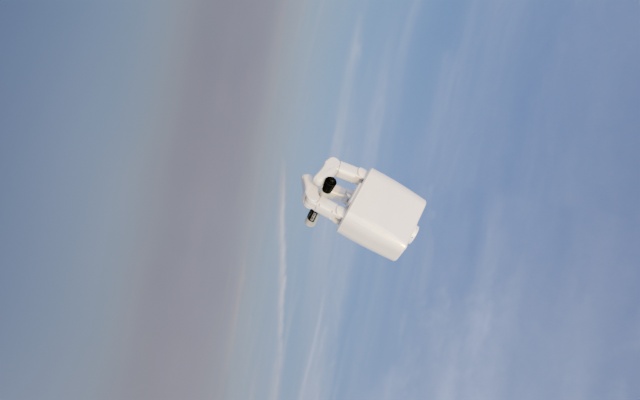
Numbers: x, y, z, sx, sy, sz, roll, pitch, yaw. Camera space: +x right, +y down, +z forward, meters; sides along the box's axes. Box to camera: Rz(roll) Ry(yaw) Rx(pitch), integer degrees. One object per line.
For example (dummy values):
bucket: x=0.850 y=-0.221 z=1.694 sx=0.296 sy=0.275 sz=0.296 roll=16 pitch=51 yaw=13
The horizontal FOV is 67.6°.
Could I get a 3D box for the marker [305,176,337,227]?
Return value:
marker: x=0.000 y=0.002 z=0.765 sx=0.020 sy=0.020 sz=0.121 roll=0 pitch=-36 yaw=-22
